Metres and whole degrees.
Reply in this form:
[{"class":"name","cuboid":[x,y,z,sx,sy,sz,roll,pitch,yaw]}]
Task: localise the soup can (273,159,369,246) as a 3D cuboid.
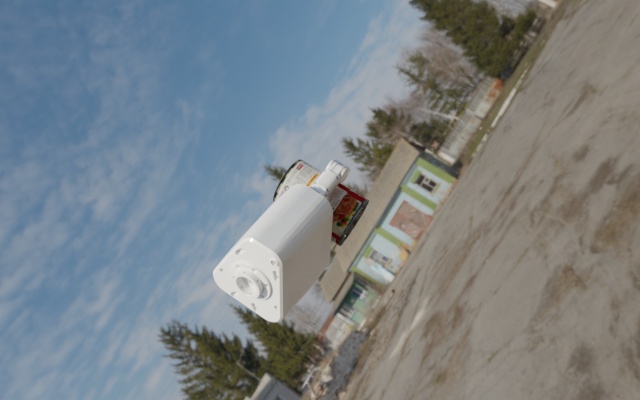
[{"class":"soup can","cuboid":[0.000,0.001,0.601,0.102,0.068,0.068,32,6,9]}]
